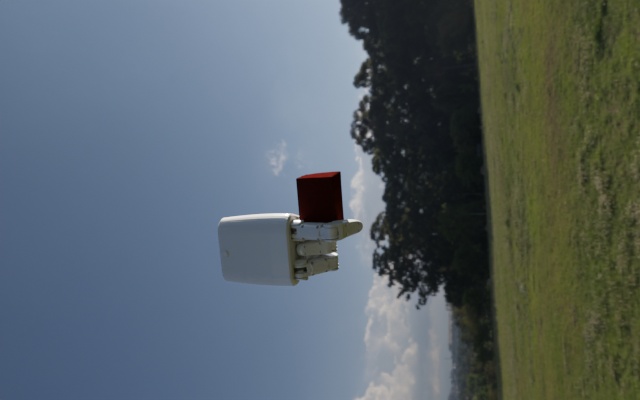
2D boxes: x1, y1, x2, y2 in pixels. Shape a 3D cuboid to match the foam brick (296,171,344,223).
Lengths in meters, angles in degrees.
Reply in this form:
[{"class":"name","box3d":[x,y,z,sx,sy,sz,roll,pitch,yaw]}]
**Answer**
[{"class":"foam brick","box3d":[0.000,0.002,0.657,0.051,0.078,0.053,-1,9,16]}]
